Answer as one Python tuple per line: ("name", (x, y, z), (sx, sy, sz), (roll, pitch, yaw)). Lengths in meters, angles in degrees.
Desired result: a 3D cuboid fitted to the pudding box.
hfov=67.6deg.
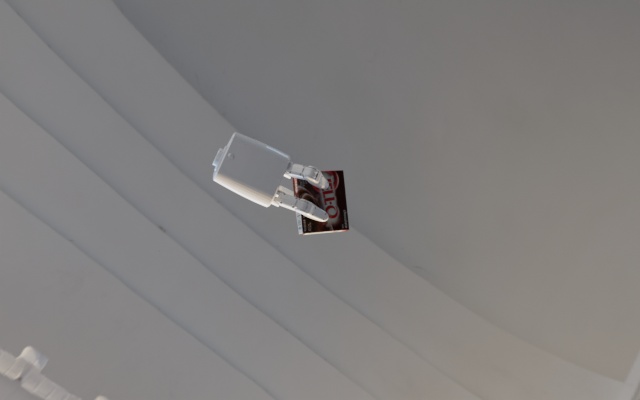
("pudding box", (0.000, 0.003, 0.862), (0.090, 0.113, 0.039), (-4, -4, -19))
